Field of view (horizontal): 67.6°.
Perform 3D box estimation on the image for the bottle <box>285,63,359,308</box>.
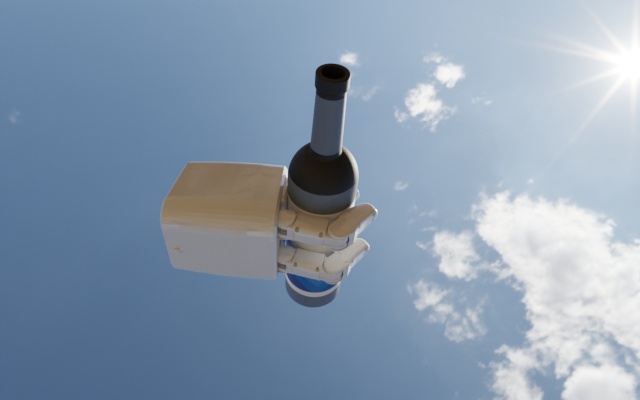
[{"bbox_3d":[0.000,0.002,0.474,0.069,0.069,0.296,0,-43,-5],"label":"bottle"}]
